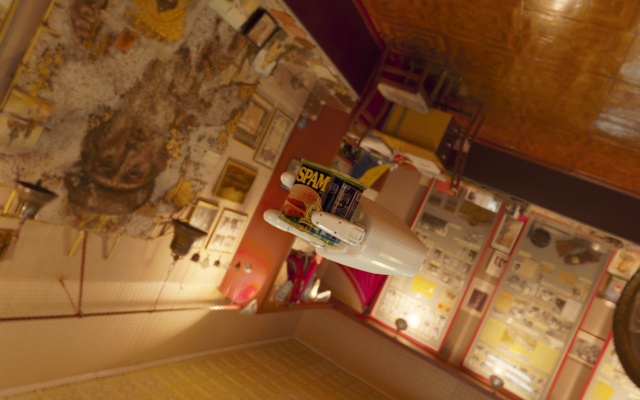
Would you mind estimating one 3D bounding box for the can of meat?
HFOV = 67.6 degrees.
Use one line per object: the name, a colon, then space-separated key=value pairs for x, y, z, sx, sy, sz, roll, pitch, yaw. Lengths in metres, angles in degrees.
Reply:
can of meat: x=0.000 y=0.002 z=0.596 sx=0.057 sy=0.084 sz=0.102 roll=25 pitch=0 yaw=-36
